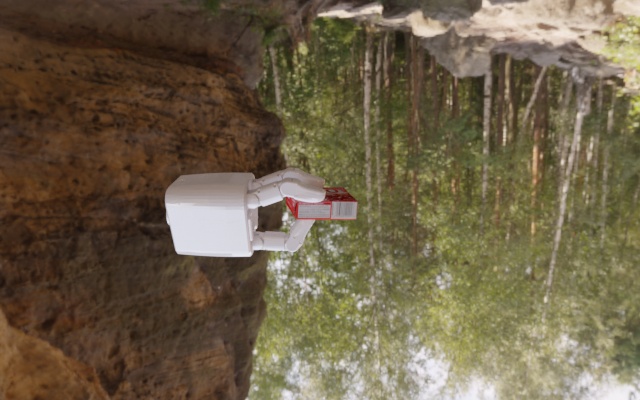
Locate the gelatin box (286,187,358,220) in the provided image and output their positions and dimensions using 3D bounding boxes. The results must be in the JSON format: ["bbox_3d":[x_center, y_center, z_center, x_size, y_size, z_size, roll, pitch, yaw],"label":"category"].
[{"bbox_3d":[0.000,0.003,0.675,0.089,0.030,0.073,1,16,-14],"label":"gelatin box"}]
